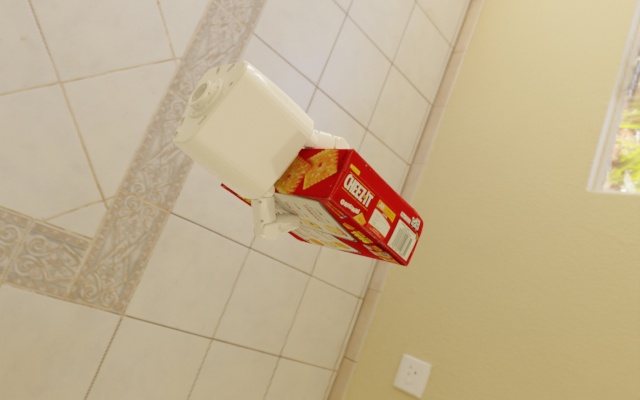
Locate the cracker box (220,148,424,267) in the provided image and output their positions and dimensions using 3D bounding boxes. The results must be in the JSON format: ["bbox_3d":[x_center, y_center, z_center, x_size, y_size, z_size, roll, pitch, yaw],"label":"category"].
[{"bbox_3d":[0.000,0.002,0.610,0.213,0.072,0.164,8,-24,48],"label":"cracker box"}]
